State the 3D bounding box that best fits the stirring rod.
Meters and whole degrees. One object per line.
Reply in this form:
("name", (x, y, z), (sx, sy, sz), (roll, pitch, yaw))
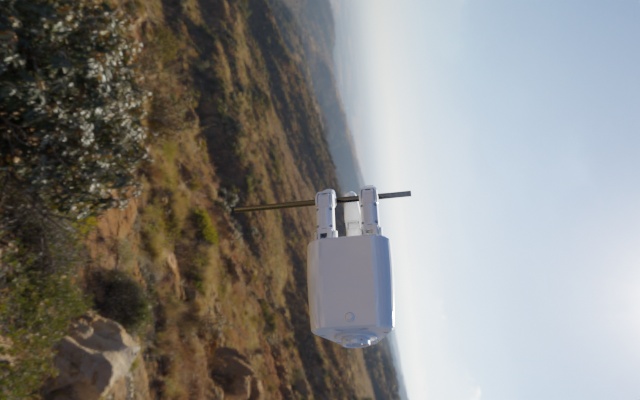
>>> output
("stirring rod", (0.000, 0.002, 0.642), (0.239, 0.011, 0.011), (-5, -1, 9))
